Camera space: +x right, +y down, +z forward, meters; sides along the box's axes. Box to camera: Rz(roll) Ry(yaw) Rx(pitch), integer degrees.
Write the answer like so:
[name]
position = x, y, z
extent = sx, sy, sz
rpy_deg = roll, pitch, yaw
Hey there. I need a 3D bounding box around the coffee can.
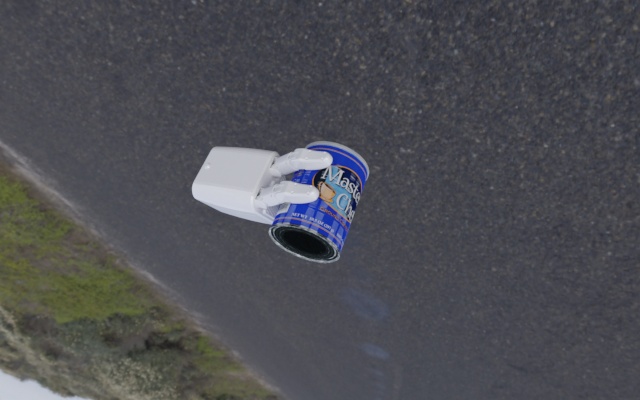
[coffee can]
position = 0.000, 0.002, 0.674
extent = 0.103, 0.140, 0.103
rpy_deg = 17, -28, 9
